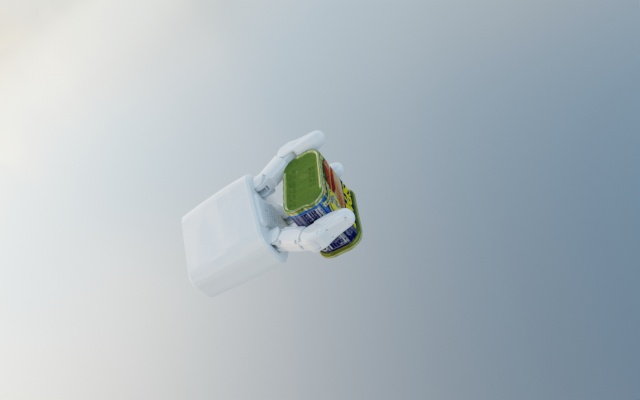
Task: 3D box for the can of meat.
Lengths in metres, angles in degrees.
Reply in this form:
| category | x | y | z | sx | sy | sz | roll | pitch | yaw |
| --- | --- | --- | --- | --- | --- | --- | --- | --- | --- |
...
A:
| category | x | y | z | sx | sy | sz | roll | pitch | yaw |
| --- | --- | --- | --- | --- | --- | --- | --- | --- | --- |
| can of meat | 0.000 | 0.002 | 0.553 | 0.057 | 0.102 | 0.084 | -27 | -52 | 17 |
